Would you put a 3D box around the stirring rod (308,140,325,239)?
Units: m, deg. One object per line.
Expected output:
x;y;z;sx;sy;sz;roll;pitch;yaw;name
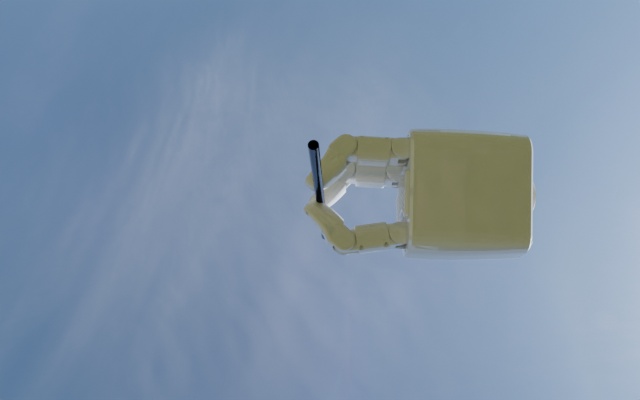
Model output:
0.000;0.001;0.446;0.011;0.011;0.240;0;-20;3;stirring rod
